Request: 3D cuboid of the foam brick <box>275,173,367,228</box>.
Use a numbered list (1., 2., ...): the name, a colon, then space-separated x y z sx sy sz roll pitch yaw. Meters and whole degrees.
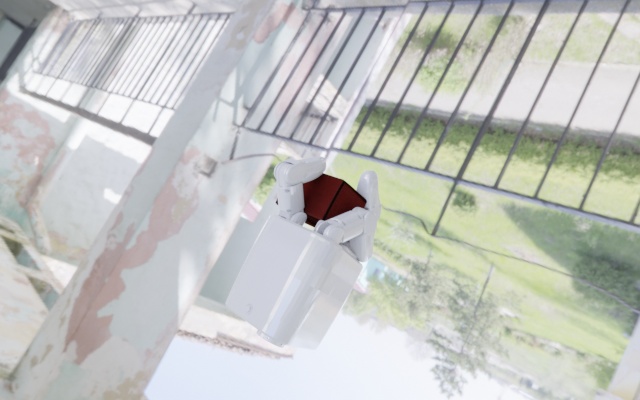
1. foam brick: 0.000 0.002 0.526 0.078 0.051 0.053 20 -12 43
